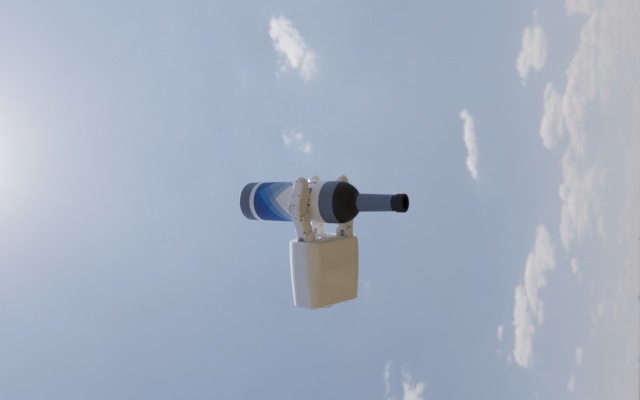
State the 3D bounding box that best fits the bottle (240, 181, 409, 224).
[{"bbox_3d":[0.000,0.002,0.761,0.295,0.069,0.069,1,0,35],"label":"bottle"}]
